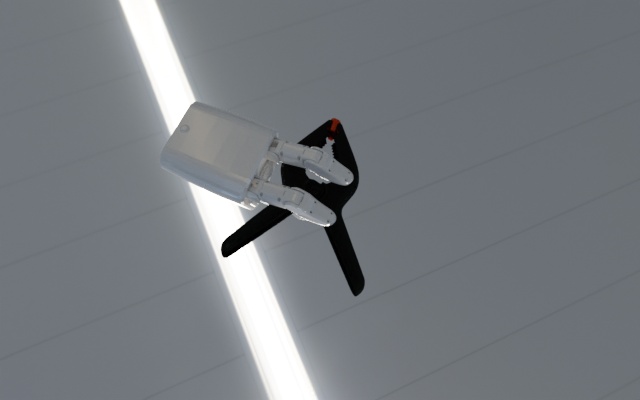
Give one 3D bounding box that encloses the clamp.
[{"bbox_3d":[0.000,0.002,0.562,0.164,0.210,0.036,23,-21,0],"label":"clamp"}]
